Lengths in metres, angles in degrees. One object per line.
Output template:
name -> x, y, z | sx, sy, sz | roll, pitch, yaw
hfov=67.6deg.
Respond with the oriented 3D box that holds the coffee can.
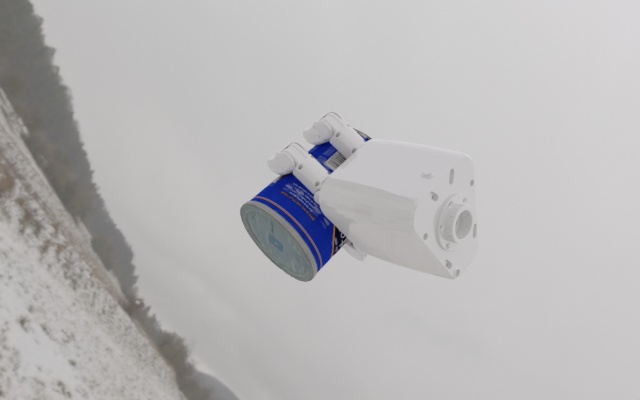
coffee can -> 0.000, 0.002, 0.511 | 0.140, 0.103, 0.103 | -43, 22, -26
